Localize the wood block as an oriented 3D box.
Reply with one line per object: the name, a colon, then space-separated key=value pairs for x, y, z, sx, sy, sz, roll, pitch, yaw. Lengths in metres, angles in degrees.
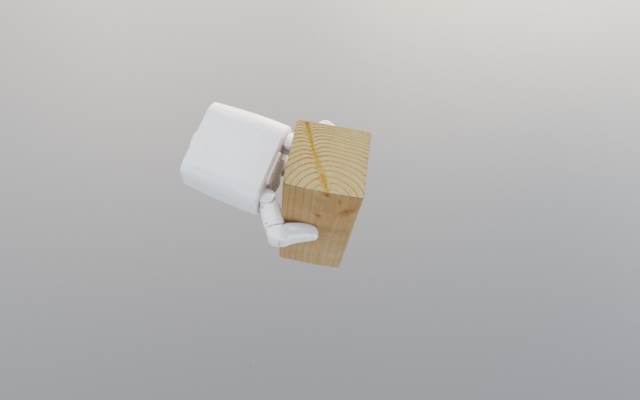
wood block: x=0.000 y=0.002 z=0.614 sx=0.090 sy=0.090 sz=0.206 roll=10 pitch=-29 yaw=0
